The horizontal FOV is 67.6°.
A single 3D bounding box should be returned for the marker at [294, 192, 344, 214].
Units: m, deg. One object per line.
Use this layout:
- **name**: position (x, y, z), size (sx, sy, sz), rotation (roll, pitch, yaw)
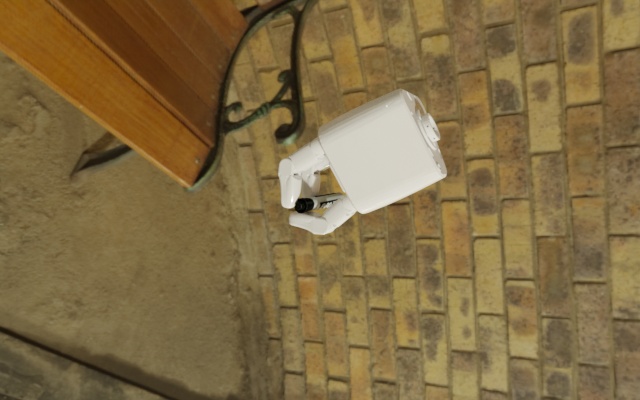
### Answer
- **marker**: position (0.000, 0.002, 0.621), size (0.020, 0.020, 0.121), rotation (0, 4, 26)
